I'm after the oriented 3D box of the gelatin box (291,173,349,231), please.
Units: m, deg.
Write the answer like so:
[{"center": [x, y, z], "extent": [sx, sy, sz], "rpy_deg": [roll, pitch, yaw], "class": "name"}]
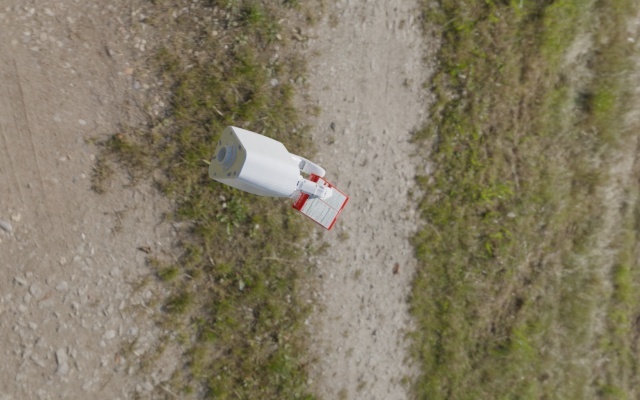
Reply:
[{"center": [0.001, 0.003, 0.873], "extent": [0.089, 0.073, 0.030], "rpy_deg": [34, -6, -37], "class": "gelatin box"}]
